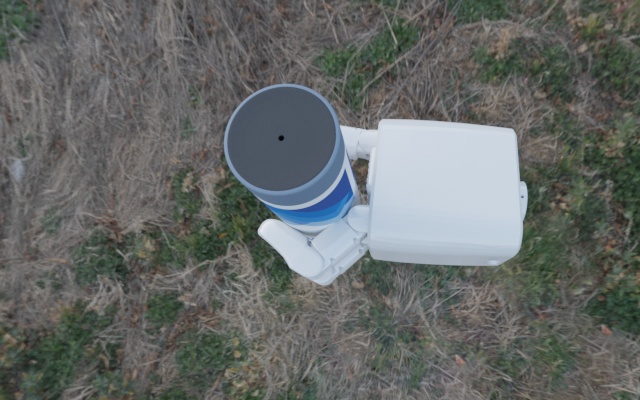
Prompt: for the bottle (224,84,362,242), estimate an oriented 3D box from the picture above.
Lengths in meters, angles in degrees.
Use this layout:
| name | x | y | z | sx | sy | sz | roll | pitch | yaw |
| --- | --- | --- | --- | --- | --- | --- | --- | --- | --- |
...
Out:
| name | x | y | z | sx | sy | sz | roll | pitch | yaw |
| --- | --- | --- | --- | --- | --- | --- | --- | --- | --- |
| bottle | 0.000 | 0.001 | 0.405 | 0.069 | 0.069 | 0.296 | 0 | -14 | 9 |
